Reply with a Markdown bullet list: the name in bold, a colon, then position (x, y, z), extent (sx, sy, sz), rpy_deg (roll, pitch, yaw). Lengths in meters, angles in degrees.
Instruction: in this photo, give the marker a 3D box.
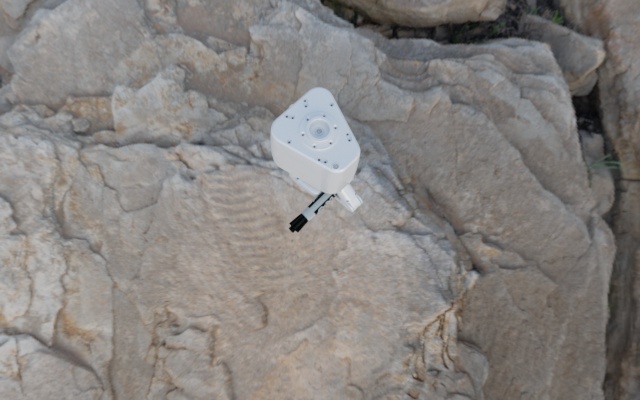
- **marker**: position (0.000, 0.002, 0.697), extent (0.121, 0.020, 0.020), rpy_deg (-44, 9, -10)
